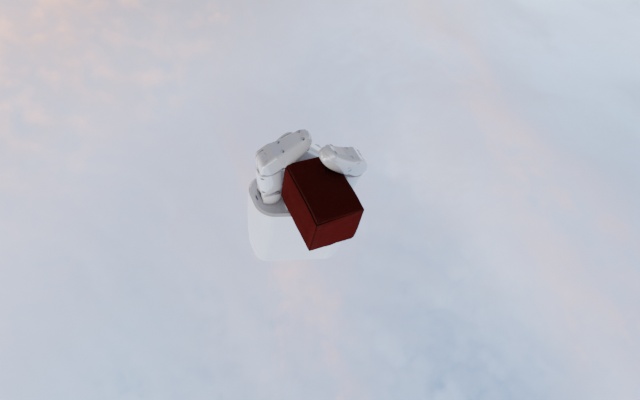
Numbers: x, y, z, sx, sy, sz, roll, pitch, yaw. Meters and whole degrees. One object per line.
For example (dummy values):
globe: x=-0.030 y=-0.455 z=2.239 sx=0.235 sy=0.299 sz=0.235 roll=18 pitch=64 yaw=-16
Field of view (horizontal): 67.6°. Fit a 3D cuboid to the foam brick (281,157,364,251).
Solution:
foam brick: x=0.000 y=0.002 z=0.480 sx=0.053 sy=0.078 sz=0.051 roll=-15 pitch=-33 yaw=-22
